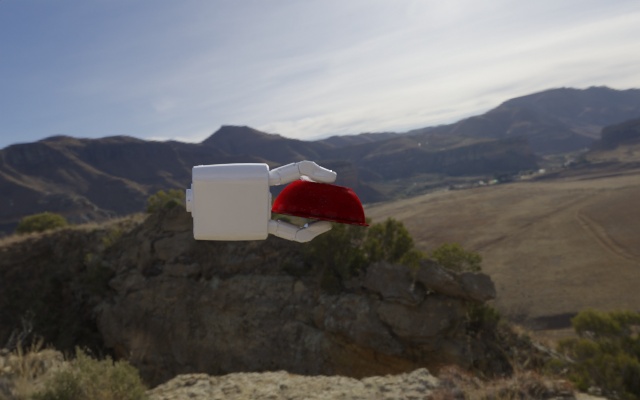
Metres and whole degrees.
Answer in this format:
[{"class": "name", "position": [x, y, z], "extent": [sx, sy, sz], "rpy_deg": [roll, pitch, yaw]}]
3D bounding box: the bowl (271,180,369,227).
[{"class": "bowl", "position": [0.001, 0.002, 0.747], "extent": [0.162, 0.055, 0.162], "rpy_deg": [9, -1, 0]}]
